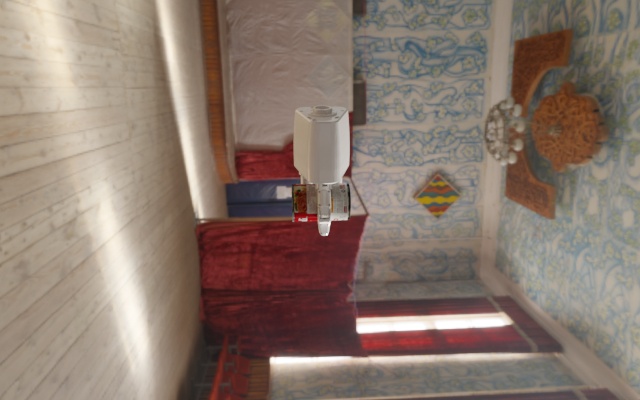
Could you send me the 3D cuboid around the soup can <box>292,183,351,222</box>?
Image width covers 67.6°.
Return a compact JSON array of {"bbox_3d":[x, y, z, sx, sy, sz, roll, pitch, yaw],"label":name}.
[{"bbox_3d":[0.000,0.003,0.851,0.102,0.068,0.068,-1,0,-3],"label":"soup can"}]
